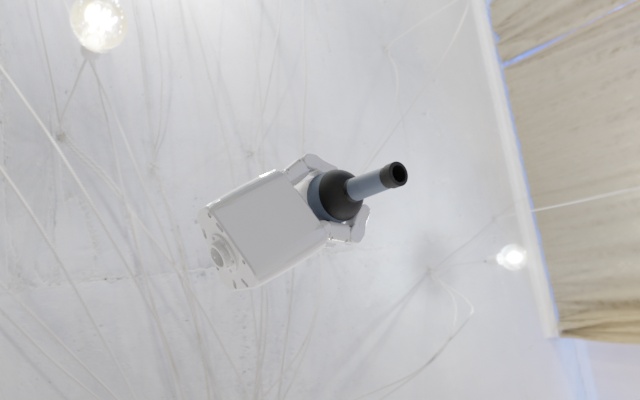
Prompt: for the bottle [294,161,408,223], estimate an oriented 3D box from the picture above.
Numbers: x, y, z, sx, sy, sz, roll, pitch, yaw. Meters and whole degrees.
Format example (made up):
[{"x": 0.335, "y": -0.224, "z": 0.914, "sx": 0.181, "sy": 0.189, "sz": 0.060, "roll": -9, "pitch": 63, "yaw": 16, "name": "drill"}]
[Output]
[{"x": 0.000, "y": 0.002, "z": 0.621, "sx": 0.069, "sy": 0.069, "sz": 0.296, "roll": 0, "pitch": -12, "yaw": -35, "name": "bottle"}]
